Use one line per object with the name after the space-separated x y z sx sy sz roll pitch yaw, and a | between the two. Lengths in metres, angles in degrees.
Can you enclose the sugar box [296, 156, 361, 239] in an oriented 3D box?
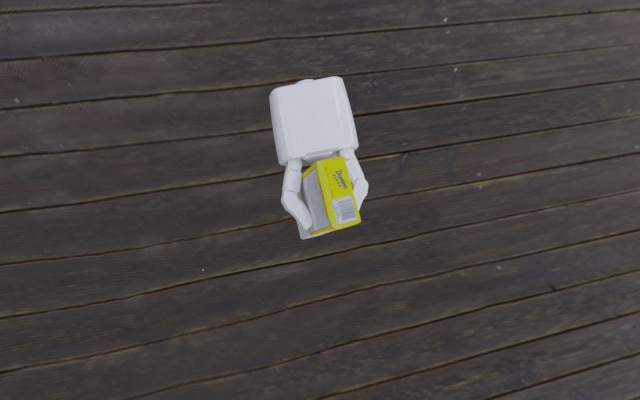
0.001 0.002 0.696 0.048 0.093 0.176 -13 -4 -15 | sugar box
